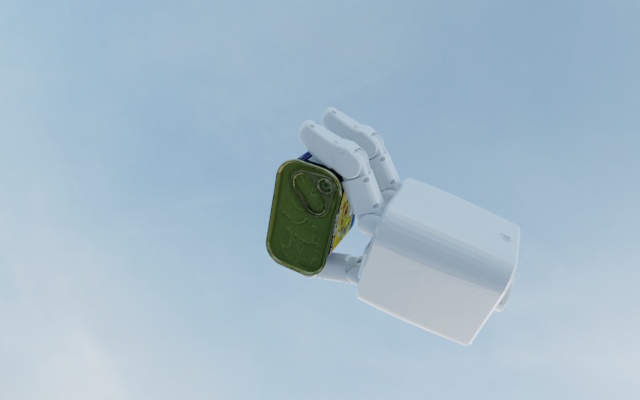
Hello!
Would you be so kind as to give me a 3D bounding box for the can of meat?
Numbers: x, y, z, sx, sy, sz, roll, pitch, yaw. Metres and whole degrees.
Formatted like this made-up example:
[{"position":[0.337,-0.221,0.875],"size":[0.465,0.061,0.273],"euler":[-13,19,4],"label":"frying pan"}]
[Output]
[{"position":[0.000,0.001,0.427],"size":[0.057,0.102,0.084],"euler":[20,29,16],"label":"can of meat"}]
